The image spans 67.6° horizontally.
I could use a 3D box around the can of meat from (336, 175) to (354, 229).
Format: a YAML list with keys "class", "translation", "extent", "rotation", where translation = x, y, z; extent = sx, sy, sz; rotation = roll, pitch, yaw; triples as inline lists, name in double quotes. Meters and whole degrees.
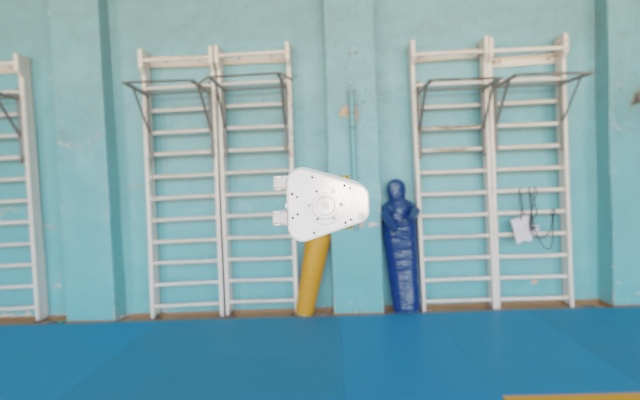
- class: "can of meat"
  translation: [0.000, 0.002, 0.759]
  extent: [0.102, 0.084, 0.057]
  rotation: [-2, 4, 1]
